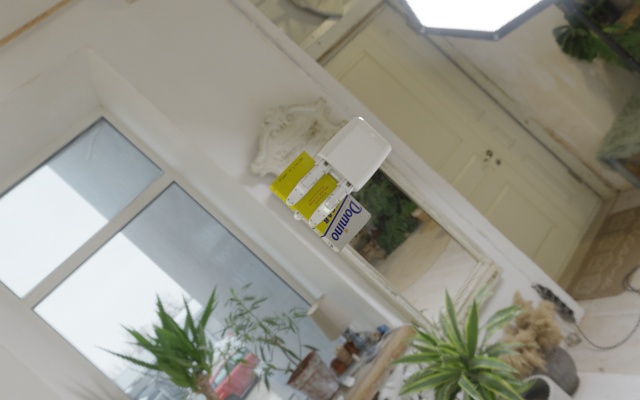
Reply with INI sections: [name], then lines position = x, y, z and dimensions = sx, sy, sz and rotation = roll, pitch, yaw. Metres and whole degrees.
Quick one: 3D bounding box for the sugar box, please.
[sugar box]
position = 0.000, 0.003, 0.883
dimensions = 0.176, 0.093, 0.048
rotation = 43, -13, 0
